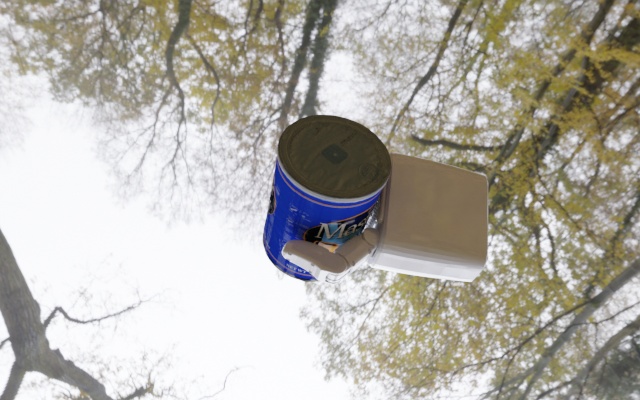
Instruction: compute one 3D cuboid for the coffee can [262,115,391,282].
[{"bbox_3d":[0.000,0.001,0.473,0.103,0.102,0.140,0,-38,-14],"label":"coffee can"}]
